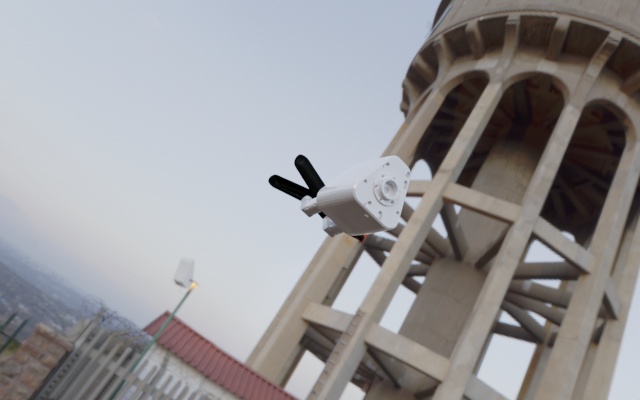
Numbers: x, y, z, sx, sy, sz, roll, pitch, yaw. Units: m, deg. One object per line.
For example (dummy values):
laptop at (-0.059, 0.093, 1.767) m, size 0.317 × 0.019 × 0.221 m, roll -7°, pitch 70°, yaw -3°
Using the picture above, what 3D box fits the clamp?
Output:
clamp at (0.001, 0.003, 0.877) m, size 0.210 × 0.036 × 0.164 m, roll 42°, pitch -22°, yaw -18°
